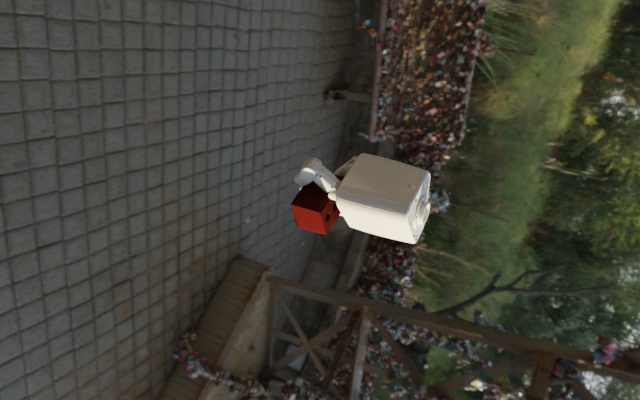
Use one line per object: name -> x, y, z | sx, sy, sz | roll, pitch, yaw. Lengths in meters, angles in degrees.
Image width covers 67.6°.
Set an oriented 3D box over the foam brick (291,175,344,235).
foam brick -> 0.000, 0.003, 0.710 | 0.051, 0.078, 0.053 | 17, -36, 25
